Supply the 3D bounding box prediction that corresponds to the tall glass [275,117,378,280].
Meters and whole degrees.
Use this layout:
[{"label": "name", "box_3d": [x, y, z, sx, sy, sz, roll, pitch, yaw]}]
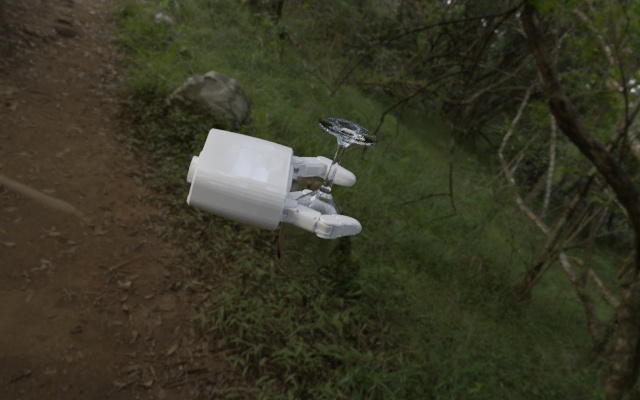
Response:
[{"label": "tall glass", "box_3d": [0.000, 0.001, 0.600, 0.079, 0.201, 0.079, 17, 25, -8]}]
